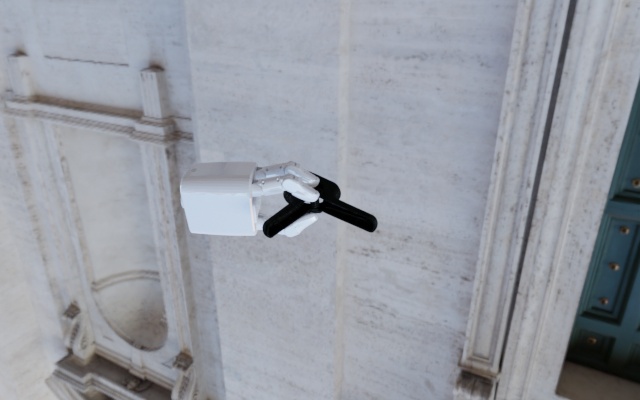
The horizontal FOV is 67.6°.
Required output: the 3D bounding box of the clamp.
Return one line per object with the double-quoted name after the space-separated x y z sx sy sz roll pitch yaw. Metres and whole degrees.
0.000 0.003 0.758 0.164 0.036 0.210 1 24 -1 "clamp"
